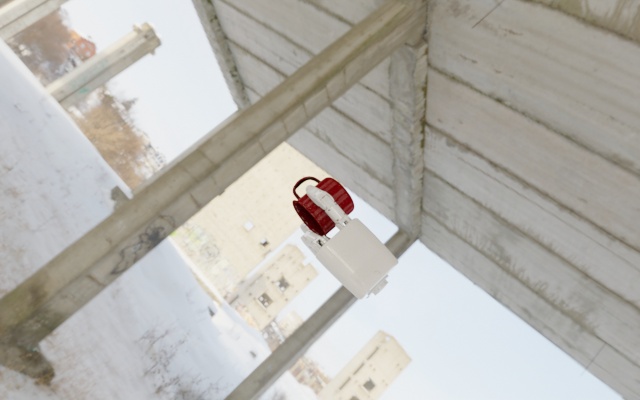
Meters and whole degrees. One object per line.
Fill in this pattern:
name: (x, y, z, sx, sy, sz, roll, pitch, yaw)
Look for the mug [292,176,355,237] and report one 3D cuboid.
mug: (-0.001, 0.002, 0.883, 0.081, 0.117, 0.093, -40, -16, -16)
